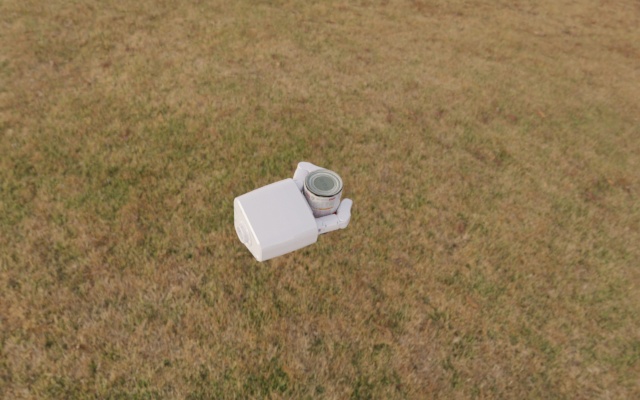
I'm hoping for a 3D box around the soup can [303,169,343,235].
[{"bbox_3d":[0.001,0.002,0.843,0.068,0.068,0.102,0,-43,-9],"label":"soup can"}]
